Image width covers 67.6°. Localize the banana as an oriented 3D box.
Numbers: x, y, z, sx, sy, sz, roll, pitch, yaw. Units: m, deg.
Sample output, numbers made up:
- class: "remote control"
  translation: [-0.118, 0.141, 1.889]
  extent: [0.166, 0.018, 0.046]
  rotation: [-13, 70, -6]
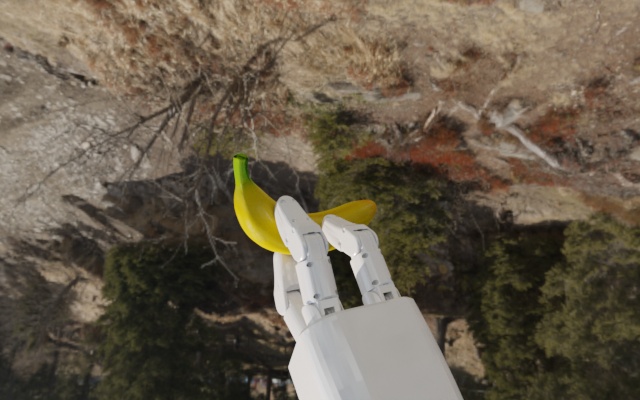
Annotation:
- class: "banana"
  translation: [-0.010, 0.017, 0.427]
  extent: [0.037, 0.069, 0.198]
  rotation: [32, 9, 36]
